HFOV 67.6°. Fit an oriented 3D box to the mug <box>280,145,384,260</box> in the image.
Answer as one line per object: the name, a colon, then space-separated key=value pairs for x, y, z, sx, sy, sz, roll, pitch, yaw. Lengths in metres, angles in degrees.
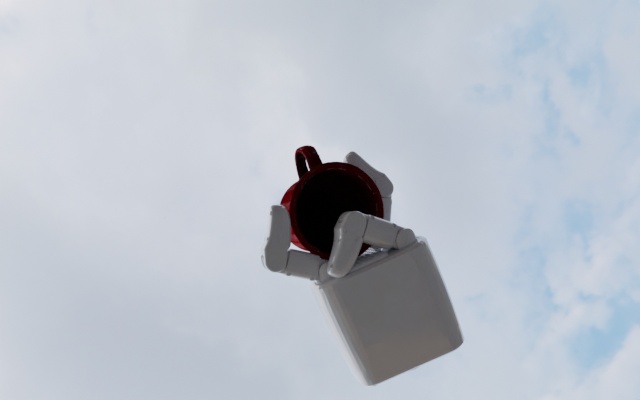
mug: x=-0.001 y=0.000 z=0.480 sx=0.093 sy=0.117 sz=0.081 roll=-24 pitch=4 yaw=-17
